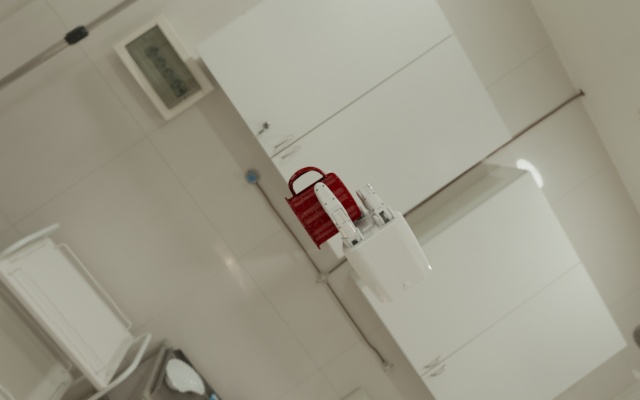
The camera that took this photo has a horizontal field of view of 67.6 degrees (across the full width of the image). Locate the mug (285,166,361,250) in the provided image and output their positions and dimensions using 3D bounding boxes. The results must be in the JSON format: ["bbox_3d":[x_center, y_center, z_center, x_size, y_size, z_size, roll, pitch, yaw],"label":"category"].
[{"bbox_3d":[0.000,0.001,0.701,0.081,0.117,0.093,-34,17,-3],"label":"mug"}]
